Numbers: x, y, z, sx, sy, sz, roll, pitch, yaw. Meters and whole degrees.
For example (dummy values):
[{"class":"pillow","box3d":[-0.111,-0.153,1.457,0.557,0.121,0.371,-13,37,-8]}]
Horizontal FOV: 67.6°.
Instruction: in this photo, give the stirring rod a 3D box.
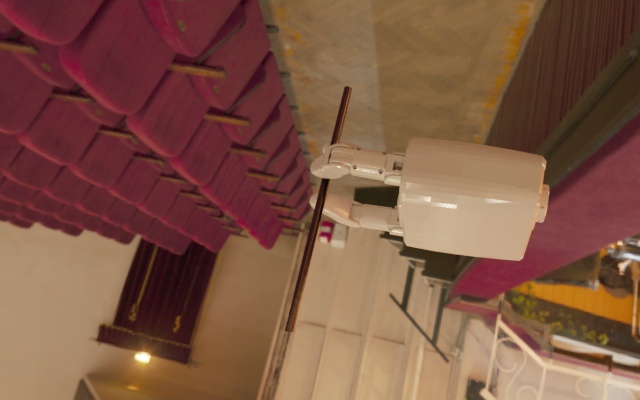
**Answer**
[{"class":"stirring rod","box3d":[0.000,0.001,0.447,0.011,0.239,0.011,13,-14,3]}]
